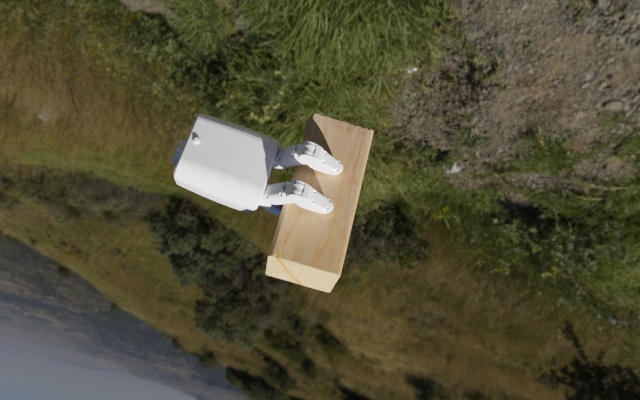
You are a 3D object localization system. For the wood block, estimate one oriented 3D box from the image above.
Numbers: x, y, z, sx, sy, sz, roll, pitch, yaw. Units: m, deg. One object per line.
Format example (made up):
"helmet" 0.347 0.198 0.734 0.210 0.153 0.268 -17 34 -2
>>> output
"wood block" 0.000 0.002 0.630 0.090 0.206 0.091 16 -25 -2
